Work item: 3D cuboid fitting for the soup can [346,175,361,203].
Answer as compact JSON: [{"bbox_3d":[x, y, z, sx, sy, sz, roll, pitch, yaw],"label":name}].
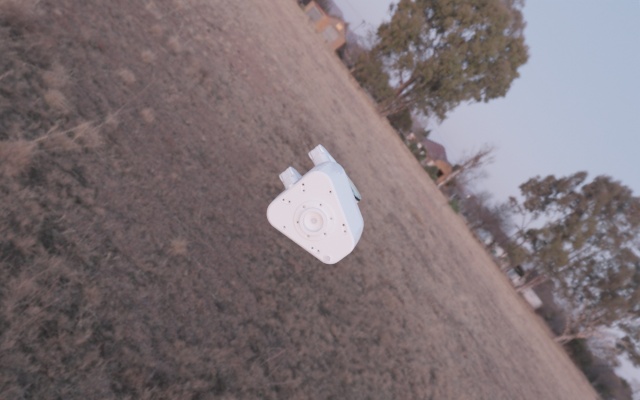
[{"bbox_3d":[0.000,0.002,0.707,0.102,0.068,0.068,-37,-10,13],"label":"soup can"}]
